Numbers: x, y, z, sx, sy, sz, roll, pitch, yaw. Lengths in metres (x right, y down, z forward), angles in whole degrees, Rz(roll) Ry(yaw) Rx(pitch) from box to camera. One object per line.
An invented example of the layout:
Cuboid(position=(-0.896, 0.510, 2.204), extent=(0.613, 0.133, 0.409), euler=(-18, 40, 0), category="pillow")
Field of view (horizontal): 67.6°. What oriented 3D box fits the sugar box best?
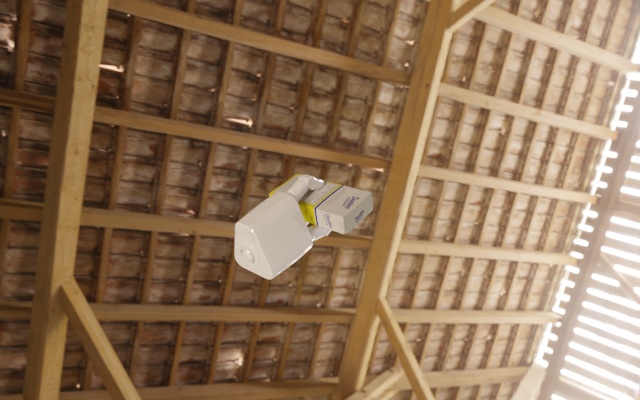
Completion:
Cuboid(position=(0.000, 0.003, 0.894), extent=(0.176, 0.048, 0.093), euler=(19, 41, 34), category="sugar box")
